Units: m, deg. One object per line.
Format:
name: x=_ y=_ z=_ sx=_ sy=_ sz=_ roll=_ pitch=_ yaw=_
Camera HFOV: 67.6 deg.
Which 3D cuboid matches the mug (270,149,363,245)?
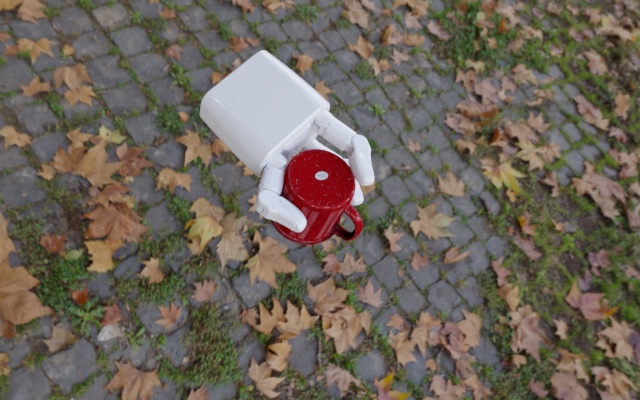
mug: x=0.001 y=0.003 z=0.554 sx=0.093 sy=0.117 sz=0.081 roll=-43 pitch=-10 yaw=-31
